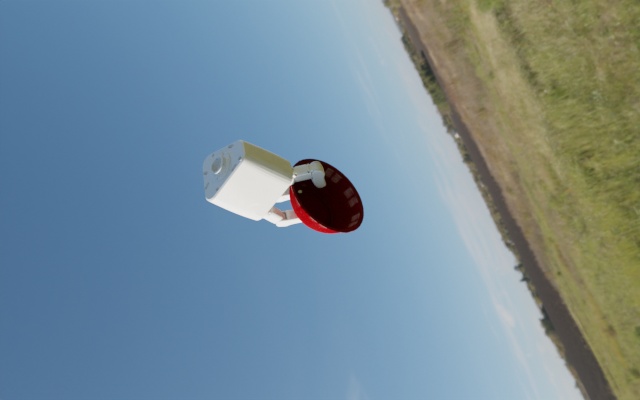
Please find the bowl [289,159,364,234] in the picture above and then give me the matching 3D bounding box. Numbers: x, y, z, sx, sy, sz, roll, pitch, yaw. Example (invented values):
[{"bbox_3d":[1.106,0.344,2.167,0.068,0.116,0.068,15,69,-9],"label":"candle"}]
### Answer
[{"bbox_3d":[0.001,0.004,0.875,0.162,0.162,0.055,0,-34,-42],"label":"bowl"}]
